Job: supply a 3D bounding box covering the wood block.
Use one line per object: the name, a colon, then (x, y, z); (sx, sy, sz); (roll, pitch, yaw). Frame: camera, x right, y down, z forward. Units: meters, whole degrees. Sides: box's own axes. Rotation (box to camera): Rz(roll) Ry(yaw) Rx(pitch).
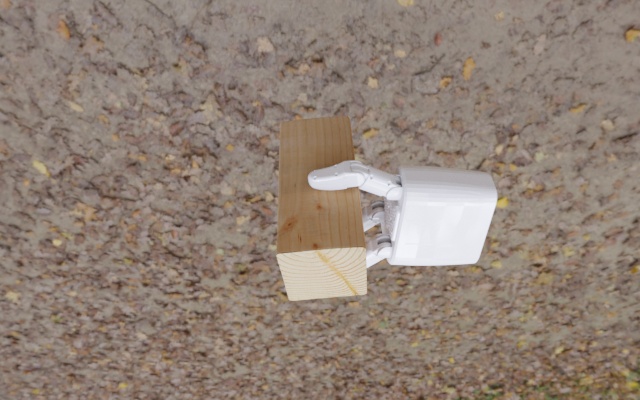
wood block: (0.000, 0.002, 0.564); (0.090, 0.206, 0.091); (-5, -42, 2)
